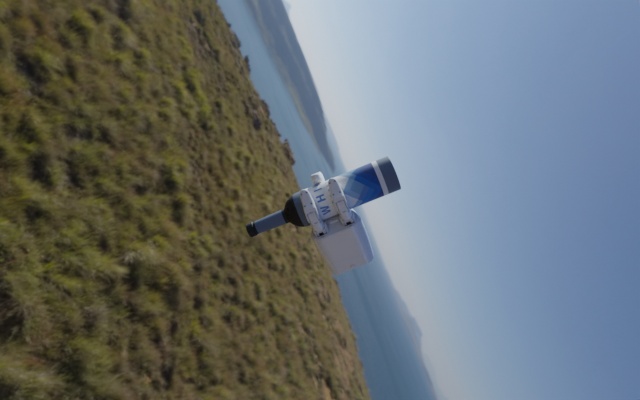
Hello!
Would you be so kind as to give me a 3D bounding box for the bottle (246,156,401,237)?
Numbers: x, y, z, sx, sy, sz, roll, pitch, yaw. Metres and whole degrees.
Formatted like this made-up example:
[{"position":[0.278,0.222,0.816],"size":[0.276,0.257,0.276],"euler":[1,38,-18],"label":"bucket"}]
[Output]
[{"position":[0.000,0.003,0.893],"size":[0.296,0.069,0.069],"euler":[-22,-2,4],"label":"bottle"}]
